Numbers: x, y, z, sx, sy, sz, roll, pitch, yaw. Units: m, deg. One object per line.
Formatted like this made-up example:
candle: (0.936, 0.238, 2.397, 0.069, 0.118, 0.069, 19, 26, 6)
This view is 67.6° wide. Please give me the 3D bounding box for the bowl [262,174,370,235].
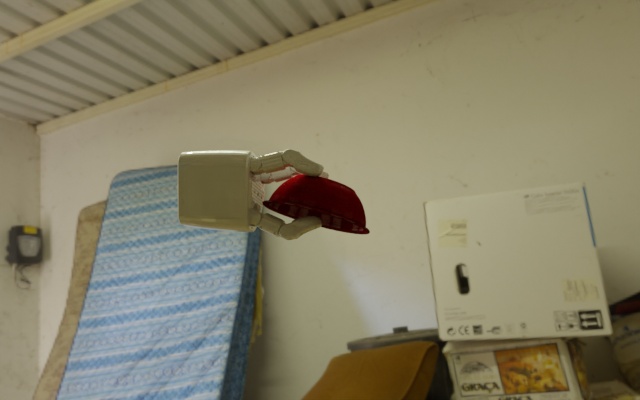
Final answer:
bowl: (0.002, 0.002, 0.698, 0.162, 0.055, 0.162, 16, -9, 3)
